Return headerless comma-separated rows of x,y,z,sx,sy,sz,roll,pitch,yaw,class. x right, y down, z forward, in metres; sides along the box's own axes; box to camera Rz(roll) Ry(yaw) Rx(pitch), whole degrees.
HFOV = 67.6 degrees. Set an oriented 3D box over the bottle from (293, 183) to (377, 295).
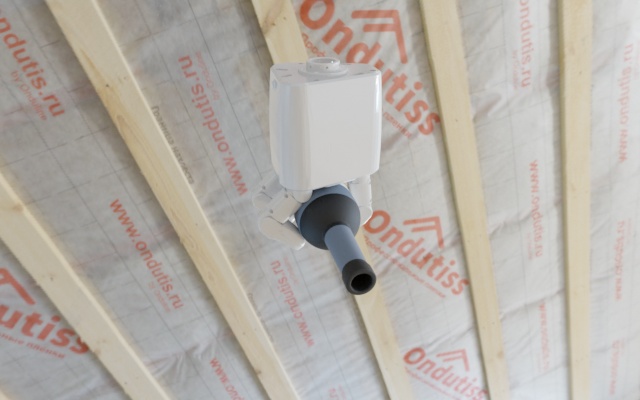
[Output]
0.000,0.002,0.527,0.069,0.069,0.295,0,27,-15,bottle
